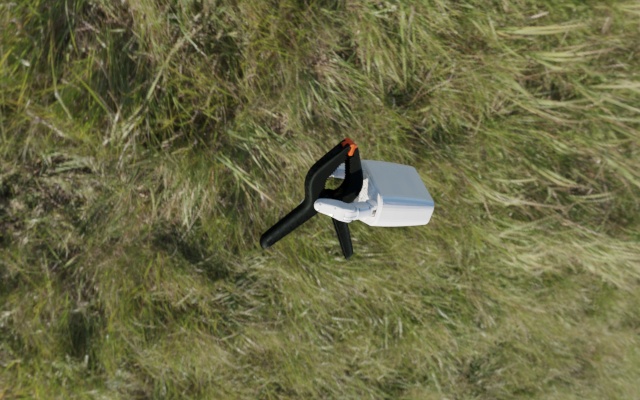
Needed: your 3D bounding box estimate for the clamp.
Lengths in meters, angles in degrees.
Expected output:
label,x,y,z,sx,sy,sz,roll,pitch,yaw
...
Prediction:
label,x,y,z,sx,sy,sz,roll,pitch,yaw
clamp,0.001,0.002,0.736,0.164,0.210,0.036,3,28,-24
